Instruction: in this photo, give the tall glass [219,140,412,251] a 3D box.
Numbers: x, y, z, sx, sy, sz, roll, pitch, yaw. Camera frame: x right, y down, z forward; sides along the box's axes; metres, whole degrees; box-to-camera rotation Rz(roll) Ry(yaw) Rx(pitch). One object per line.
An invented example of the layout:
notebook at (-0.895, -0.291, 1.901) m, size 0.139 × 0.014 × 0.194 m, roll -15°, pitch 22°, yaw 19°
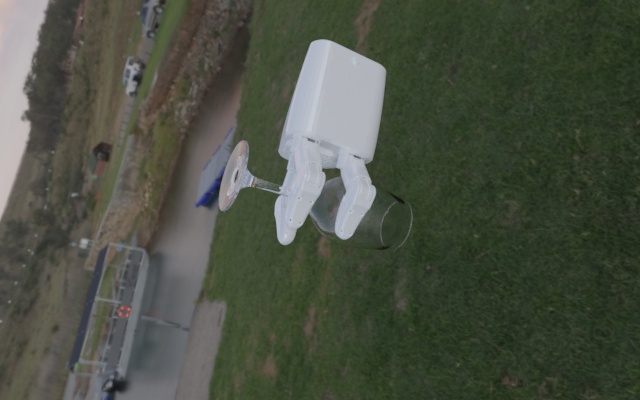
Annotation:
tall glass at (-0.001, 0.002, 0.510) m, size 0.201 × 0.079 × 0.079 m, roll 17°, pitch -7°, yaw -24°
